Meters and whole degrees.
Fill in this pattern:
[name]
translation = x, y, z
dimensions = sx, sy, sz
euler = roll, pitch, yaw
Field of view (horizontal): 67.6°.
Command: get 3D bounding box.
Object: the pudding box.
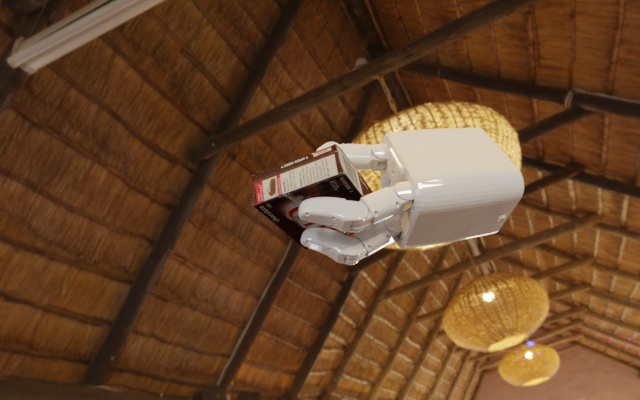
[pudding box]
translation = 0.000, 0.001, 0.461
dimensions = 0.090, 0.039, 0.113
euler = -20, -35, 16
